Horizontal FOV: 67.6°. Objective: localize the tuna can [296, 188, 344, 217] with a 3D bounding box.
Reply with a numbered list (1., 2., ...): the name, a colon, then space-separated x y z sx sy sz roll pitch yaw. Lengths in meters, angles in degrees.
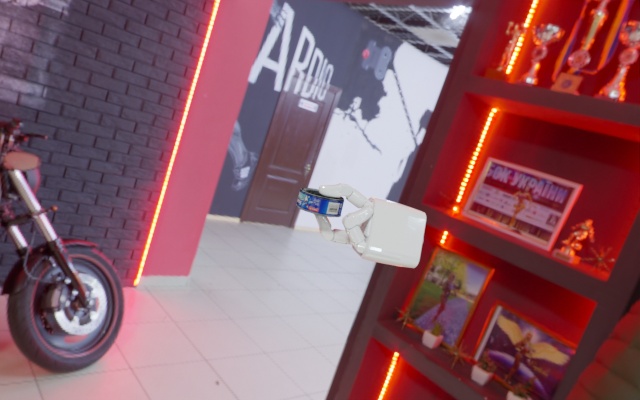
1. tuna can: 0.000 0.002 0.882 0.086 0.034 0.086 13 10 -2
